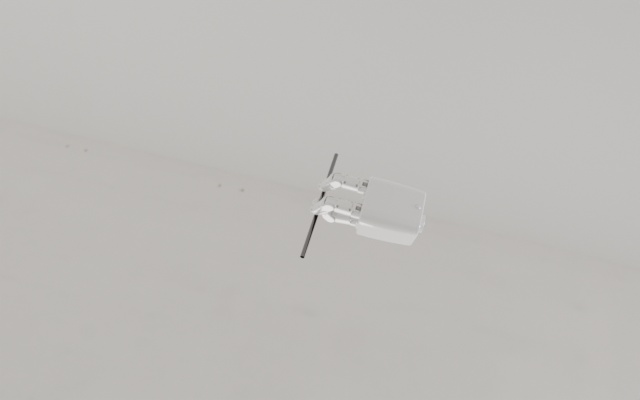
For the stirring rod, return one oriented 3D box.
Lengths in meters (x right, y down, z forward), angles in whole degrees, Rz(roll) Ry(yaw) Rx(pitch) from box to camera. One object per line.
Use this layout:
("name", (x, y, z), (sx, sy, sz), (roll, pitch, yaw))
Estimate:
("stirring rod", (0.000, 0.003, 0.891), (0.011, 0.239, 0.011), (13, -34, 9))
